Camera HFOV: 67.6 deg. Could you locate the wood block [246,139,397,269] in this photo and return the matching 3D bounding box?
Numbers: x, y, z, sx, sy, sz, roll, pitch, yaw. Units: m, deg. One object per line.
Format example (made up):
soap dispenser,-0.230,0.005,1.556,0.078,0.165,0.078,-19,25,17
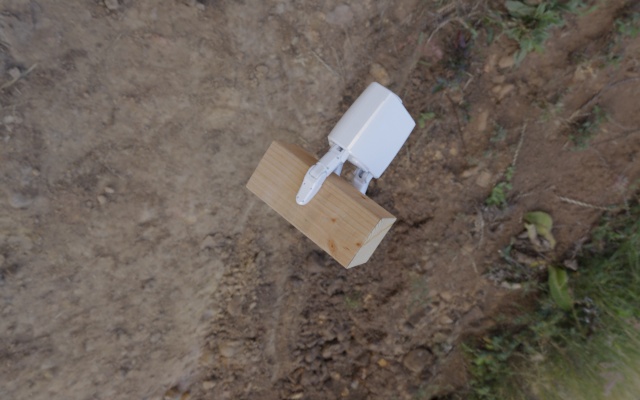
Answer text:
wood block,0.000,0.002,0.736,0.206,0.090,0.091,37,13,20
